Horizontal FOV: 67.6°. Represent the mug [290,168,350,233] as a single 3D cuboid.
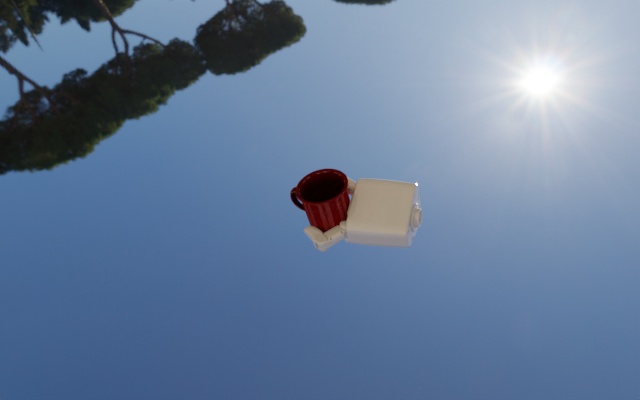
[{"bbox_3d":[-0.001,0.003,0.849,0.117,0.082,0.093,5,46,24],"label":"mug"}]
